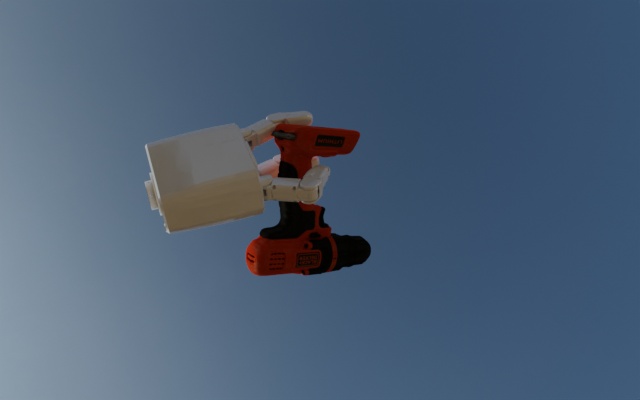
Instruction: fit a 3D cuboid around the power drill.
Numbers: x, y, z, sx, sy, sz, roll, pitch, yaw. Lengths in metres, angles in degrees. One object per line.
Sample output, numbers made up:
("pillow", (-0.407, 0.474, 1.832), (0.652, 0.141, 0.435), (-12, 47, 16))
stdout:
("power drill", (0.000, 0.002, 0.600), (0.184, 0.188, 0.057), (0, 10, -38))
